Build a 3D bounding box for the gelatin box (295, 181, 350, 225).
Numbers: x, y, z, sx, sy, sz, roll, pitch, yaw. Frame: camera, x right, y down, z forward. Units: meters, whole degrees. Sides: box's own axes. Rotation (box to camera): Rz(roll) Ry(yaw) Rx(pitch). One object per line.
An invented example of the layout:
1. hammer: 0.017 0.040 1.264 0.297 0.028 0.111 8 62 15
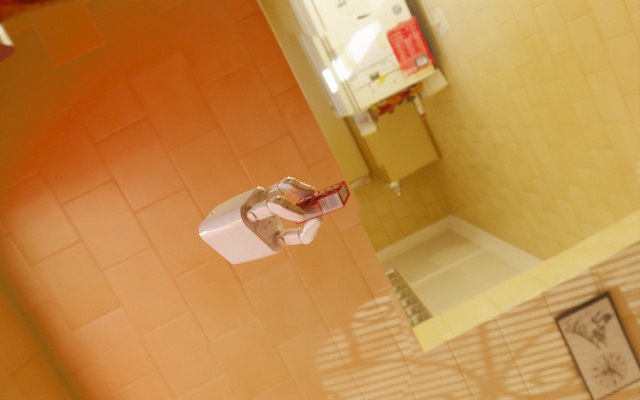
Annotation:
1. gelatin box: 0.001 0.003 0.790 0.089 0.030 0.073 -21 11 17
